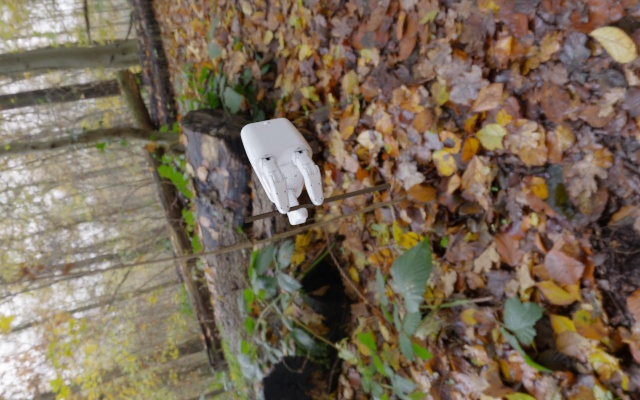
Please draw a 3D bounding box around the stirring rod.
[{"bbox_3d":[0.000,0.002,0.739,0.239,0.011,0.011,-14,4,-16],"label":"stirring rod"}]
